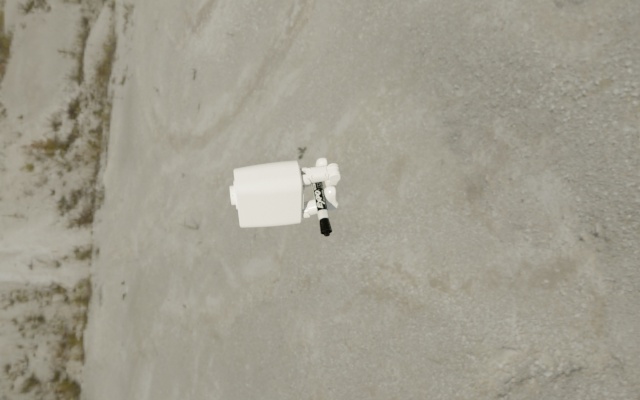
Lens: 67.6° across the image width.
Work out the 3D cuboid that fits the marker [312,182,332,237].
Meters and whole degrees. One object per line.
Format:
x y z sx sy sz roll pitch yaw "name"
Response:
0.000 0.003 0.776 0.020 0.121 0.020 -9 -27 -5 "marker"
